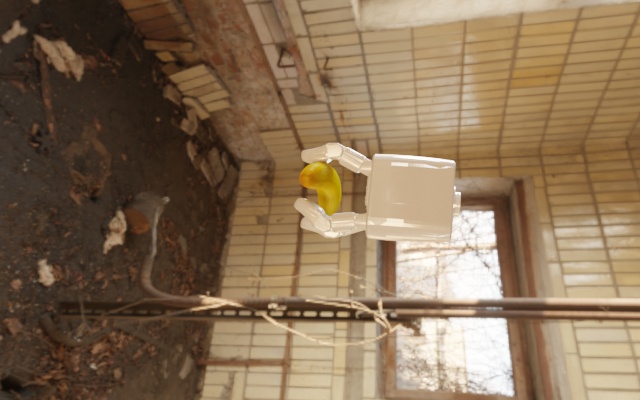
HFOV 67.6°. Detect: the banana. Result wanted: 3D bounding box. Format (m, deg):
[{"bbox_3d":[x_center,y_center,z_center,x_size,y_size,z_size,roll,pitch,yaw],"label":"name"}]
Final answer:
[{"bbox_3d":[0.005,-0.013,0.680,0.037,0.069,0.198,10,-22,12],"label":"banana"}]
